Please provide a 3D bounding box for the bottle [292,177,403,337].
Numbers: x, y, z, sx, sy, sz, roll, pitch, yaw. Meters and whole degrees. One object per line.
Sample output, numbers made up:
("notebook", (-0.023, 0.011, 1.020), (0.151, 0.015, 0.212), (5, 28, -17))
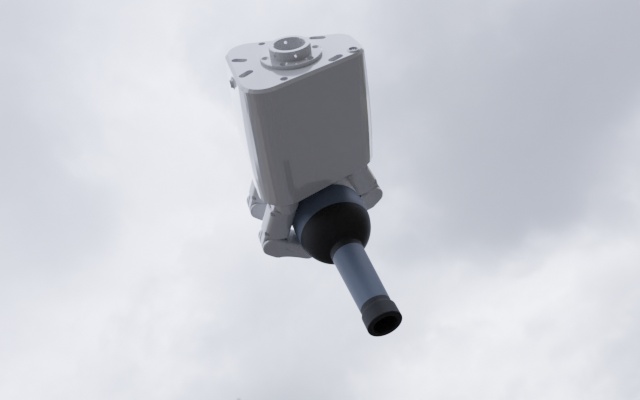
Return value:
("bottle", (0.000, 0.001, 0.449), (0.069, 0.069, 0.295), (0, 37, -23))
